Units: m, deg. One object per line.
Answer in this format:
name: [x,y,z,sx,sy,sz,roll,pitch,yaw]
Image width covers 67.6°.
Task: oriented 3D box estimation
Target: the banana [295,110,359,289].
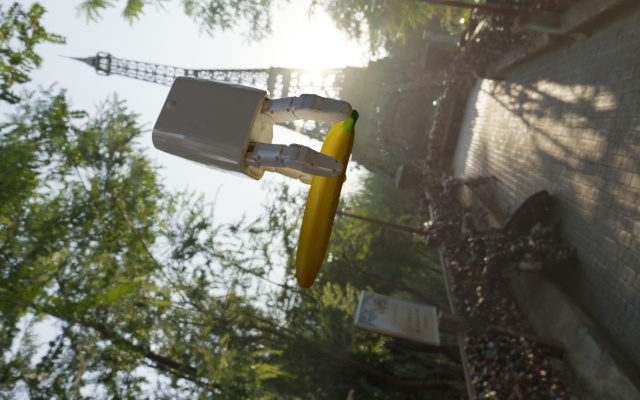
banana: [0.003,-0.003,0.533,0.037,0.198,0.069,14,6,5]
